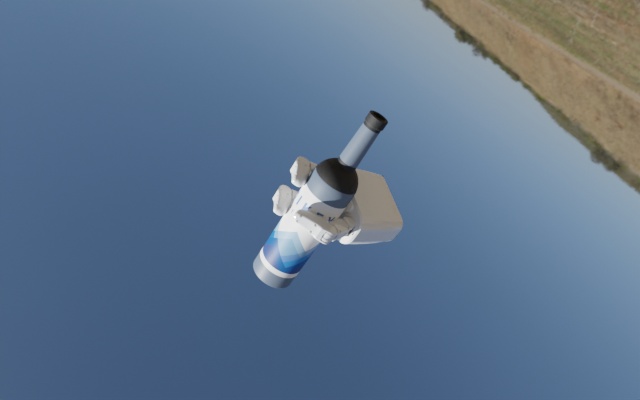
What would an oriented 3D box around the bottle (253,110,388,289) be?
[{"bbox_3d":[0.000,0.002,0.668,0.069,0.296,0.069,26,28,-15],"label":"bottle"}]
